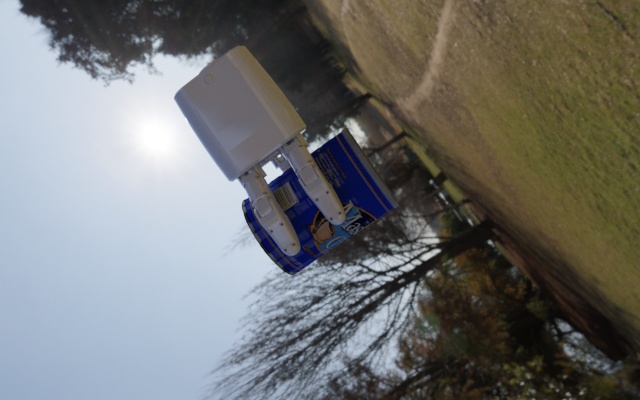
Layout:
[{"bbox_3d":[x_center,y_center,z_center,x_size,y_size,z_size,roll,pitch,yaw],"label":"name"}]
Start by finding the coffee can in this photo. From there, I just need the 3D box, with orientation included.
[{"bbox_3d":[0.000,0.002,0.527,0.140,0.103,0.103,-35,-6,8],"label":"coffee can"}]
